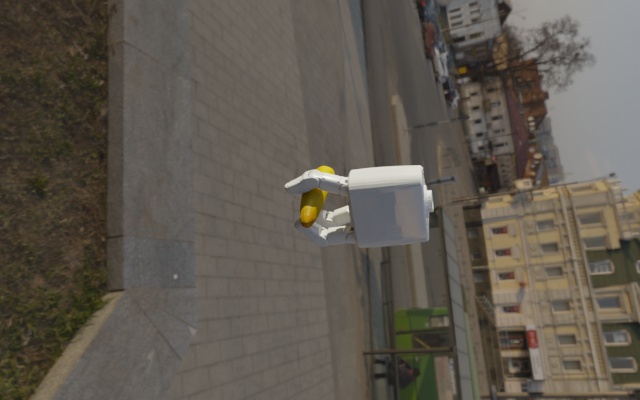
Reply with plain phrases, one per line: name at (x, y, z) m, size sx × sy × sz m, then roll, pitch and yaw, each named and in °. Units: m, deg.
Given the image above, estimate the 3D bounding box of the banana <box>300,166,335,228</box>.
banana at (-0.001, -0.016, 0.773) m, size 0.037 × 0.070 × 0.197 m, roll -1°, pitch 14°, yaw 11°
